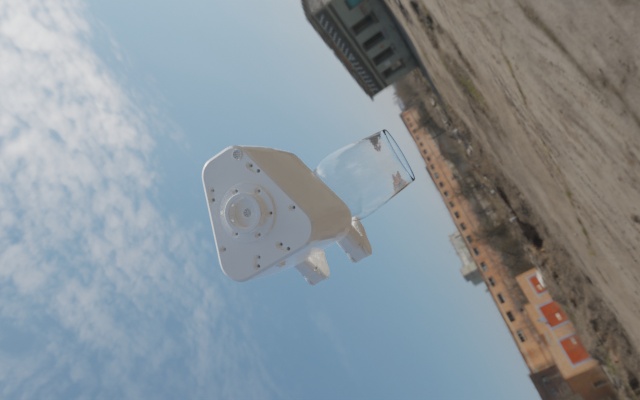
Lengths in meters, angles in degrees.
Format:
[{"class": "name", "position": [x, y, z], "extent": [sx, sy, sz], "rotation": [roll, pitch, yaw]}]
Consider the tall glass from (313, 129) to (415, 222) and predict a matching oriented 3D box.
[{"class": "tall glass", "position": [0.000, 0.002, 0.520], "extent": [0.201, 0.079, 0.079], "rotation": [-31, -10, 16]}]
